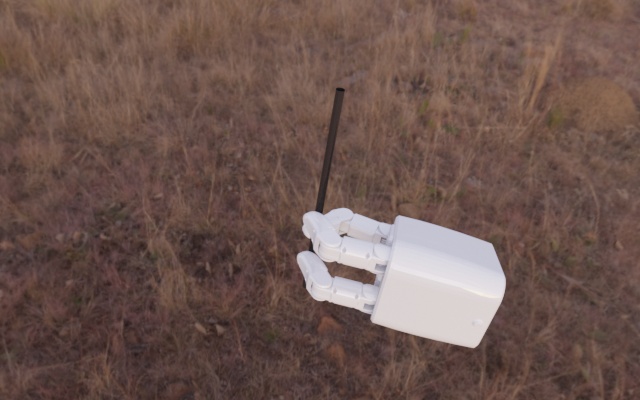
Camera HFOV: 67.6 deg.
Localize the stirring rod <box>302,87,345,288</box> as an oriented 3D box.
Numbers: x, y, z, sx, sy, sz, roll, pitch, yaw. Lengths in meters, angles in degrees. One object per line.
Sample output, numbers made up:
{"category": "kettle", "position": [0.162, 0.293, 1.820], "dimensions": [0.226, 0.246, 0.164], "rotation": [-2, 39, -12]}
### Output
{"category": "stirring rod", "position": [0.000, 0.002, 0.478], "dimensions": [0.011, 0.240, 0.011], "rotation": [7, 36, -5]}
